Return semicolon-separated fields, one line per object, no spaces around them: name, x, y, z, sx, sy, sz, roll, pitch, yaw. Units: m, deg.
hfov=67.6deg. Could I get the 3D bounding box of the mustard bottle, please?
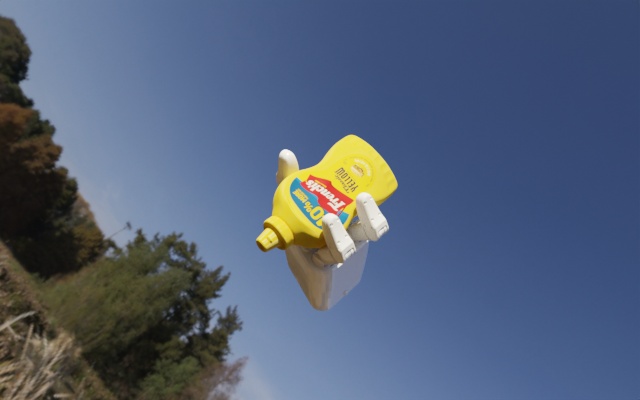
mustard bottle;0.000;0.002;0.582;0.191;0.096;0.058;-36;-7;-28
